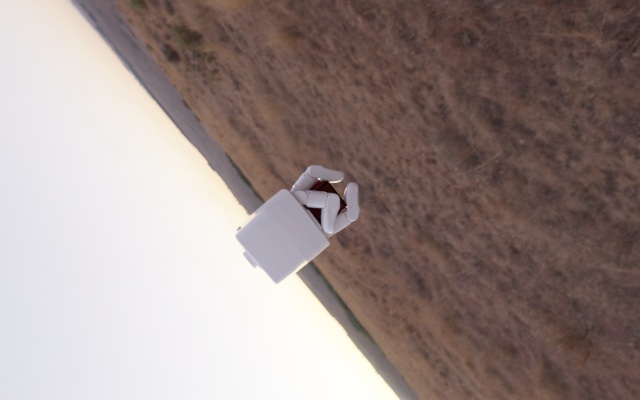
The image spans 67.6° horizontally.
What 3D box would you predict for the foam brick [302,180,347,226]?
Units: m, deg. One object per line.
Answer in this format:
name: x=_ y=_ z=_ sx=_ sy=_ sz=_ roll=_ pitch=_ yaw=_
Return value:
foam brick: x=0.000 y=0.003 z=0.770 sx=0.051 sy=0.053 sz=0.078 roll=-40 pitch=9 yaw=-6
